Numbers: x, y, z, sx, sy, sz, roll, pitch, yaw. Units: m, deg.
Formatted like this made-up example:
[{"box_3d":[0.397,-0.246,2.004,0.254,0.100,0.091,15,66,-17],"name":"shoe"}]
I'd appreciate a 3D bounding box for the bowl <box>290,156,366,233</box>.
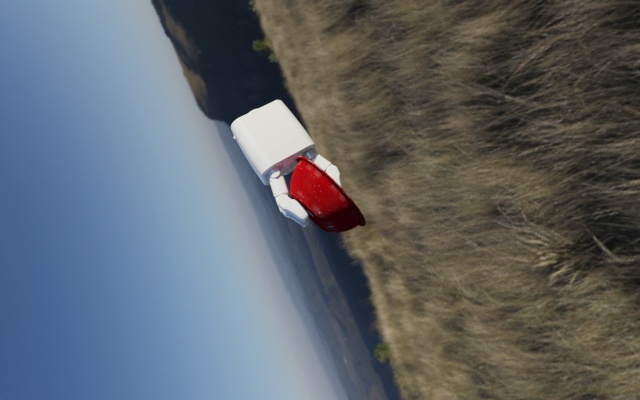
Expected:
[{"box_3d":[0.001,0.004,0.801,0.055,0.162,0.162,-45,9,-9],"name":"bowl"}]
